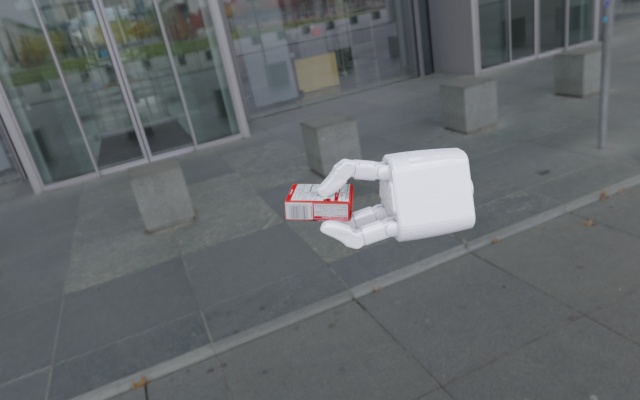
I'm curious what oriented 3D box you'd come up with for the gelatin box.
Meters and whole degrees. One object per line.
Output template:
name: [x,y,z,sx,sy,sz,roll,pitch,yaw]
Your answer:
gelatin box: [0.000,0.002,0.654,0.089,0.030,0.073,1,21,5]
